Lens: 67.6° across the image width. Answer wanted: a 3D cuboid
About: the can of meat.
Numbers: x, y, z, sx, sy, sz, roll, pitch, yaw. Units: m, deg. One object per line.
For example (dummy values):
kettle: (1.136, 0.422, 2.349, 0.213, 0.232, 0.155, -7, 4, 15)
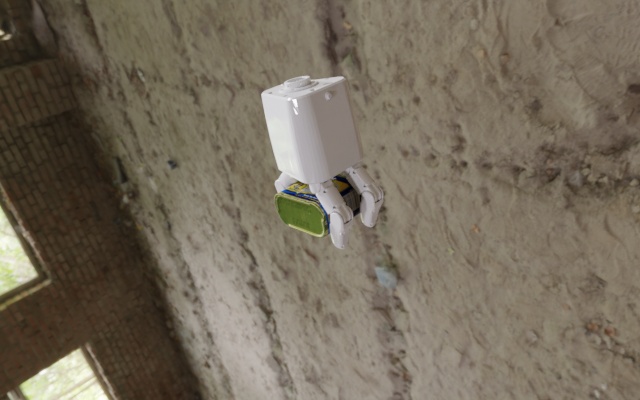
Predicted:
can of meat: (0.000, 0.002, 0.649, 0.084, 0.057, 0.102, -31, 32, -35)
